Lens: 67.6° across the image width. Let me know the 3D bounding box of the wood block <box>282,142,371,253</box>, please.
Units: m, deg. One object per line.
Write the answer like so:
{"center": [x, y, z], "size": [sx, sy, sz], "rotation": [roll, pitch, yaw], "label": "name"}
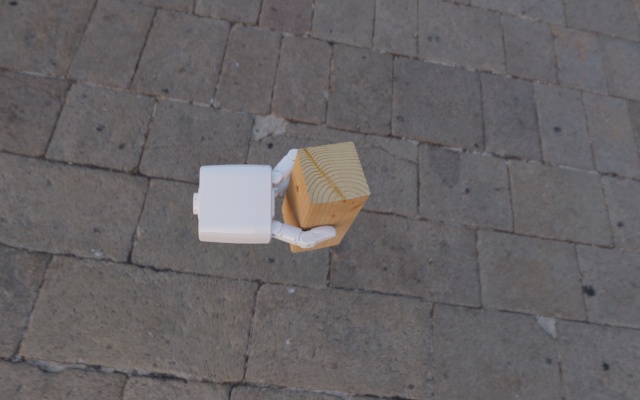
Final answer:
{"center": [0.000, 0.003, 0.764], "size": [0.090, 0.090, 0.206], "rotation": [-9, -22, -15], "label": "wood block"}
